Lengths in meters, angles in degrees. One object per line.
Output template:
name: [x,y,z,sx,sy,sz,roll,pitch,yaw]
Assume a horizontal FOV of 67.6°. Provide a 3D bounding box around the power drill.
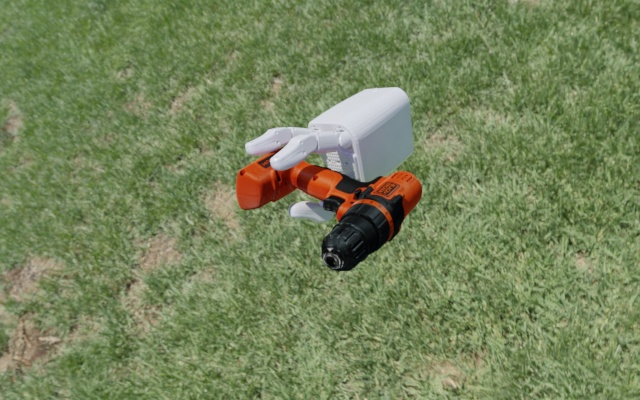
power drill: [0.000,0.001,0.534,0.187,0.057,0.184,19,31,26]
